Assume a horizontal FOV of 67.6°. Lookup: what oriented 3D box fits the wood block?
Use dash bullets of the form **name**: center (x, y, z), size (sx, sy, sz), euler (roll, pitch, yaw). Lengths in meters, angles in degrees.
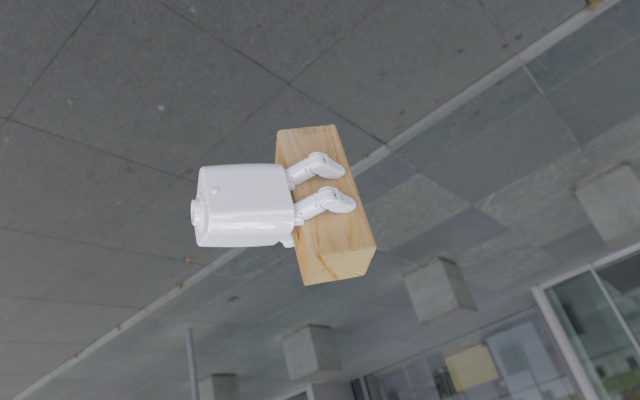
- **wood block**: center (0.000, 0.003, 0.676), size (0.090, 0.206, 0.091), euler (-8, -31, -13)
